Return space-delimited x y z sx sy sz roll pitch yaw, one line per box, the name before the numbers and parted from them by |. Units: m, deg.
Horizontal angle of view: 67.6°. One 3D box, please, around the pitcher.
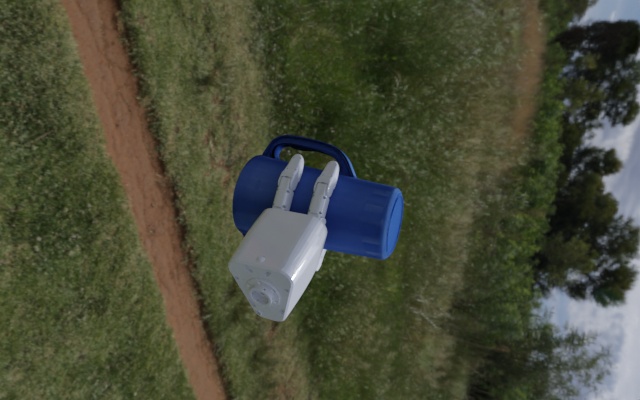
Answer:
pitcher | 0.000 0.003 0.736 0.243 0.149 0.145 11 40 20
